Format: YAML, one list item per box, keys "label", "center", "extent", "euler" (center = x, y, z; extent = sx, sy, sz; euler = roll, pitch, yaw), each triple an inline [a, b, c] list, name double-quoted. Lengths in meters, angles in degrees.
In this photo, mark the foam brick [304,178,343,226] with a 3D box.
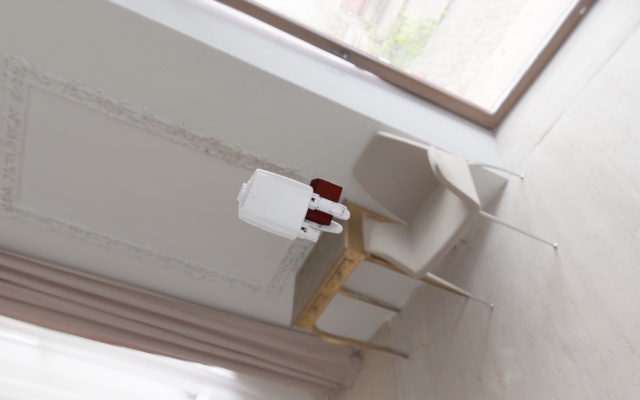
- label: "foam brick"
  center: [0.000, 0.003, 0.884]
  extent: [0.051, 0.078, 0.053]
  euler: [21, -7, -13]
